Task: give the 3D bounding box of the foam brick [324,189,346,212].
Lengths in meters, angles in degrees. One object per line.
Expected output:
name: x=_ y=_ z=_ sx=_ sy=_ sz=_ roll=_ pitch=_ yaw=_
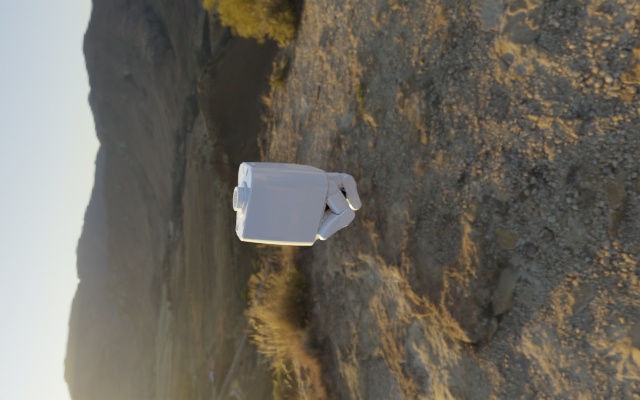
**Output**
foam brick: x=0.000 y=0.002 z=0.745 sx=0.051 sy=0.053 sz=0.078 roll=3 pitch=10 yaw=-21
